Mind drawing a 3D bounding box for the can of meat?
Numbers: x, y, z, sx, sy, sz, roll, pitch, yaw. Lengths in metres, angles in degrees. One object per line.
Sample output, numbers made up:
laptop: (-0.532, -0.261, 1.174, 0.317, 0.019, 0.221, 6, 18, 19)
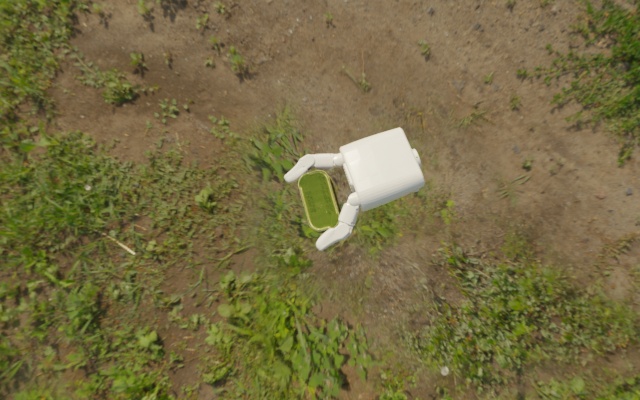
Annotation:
can of meat: (0.000, 0.002, 0.790, 0.057, 0.102, 0.084, -16, -4, 2)
